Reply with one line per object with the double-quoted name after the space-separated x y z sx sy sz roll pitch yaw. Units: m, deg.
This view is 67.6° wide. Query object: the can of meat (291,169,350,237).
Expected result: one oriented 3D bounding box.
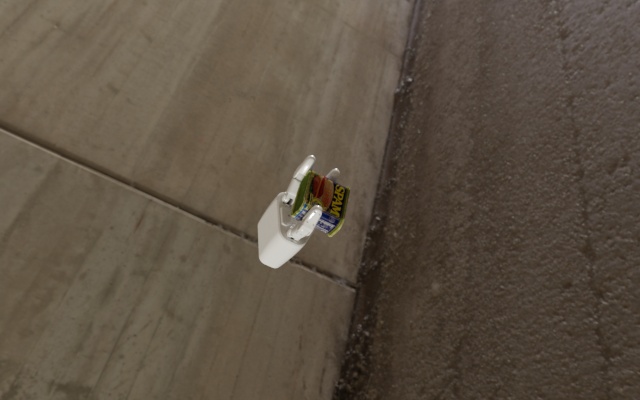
0.000 0.003 0.877 0.084 0.102 0.057 26 -39 -16 "can of meat"
